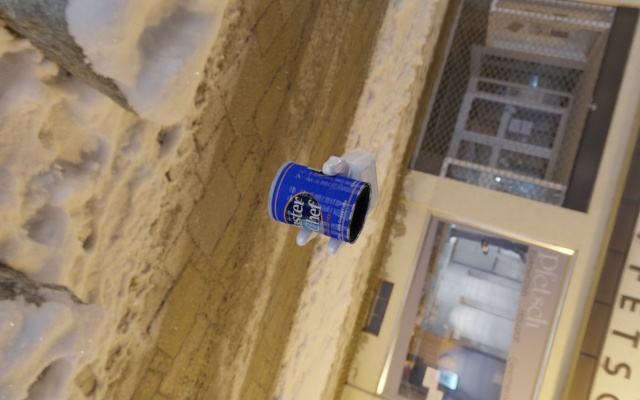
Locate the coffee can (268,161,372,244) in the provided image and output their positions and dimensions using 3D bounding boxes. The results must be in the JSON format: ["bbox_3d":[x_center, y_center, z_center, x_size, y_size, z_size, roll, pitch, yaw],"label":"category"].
[{"bbox_3d":[0.000,0.002,0.775,0.140,0.103,0.103,16,5,18],"label":"coffee can"}]
